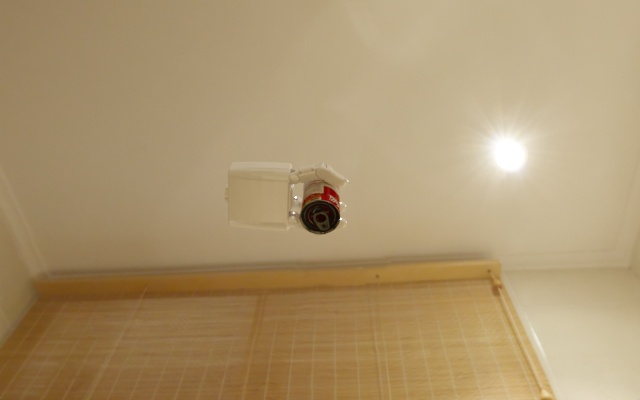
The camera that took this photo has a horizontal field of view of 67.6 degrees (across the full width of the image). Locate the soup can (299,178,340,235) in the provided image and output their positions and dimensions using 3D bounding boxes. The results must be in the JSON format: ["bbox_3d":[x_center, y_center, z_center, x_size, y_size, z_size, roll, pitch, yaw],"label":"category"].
[{"bbox_3d":[0.001,0.002,0.831,0.068,0.068,0.102,0,31,1],"label":"soup can"}]
